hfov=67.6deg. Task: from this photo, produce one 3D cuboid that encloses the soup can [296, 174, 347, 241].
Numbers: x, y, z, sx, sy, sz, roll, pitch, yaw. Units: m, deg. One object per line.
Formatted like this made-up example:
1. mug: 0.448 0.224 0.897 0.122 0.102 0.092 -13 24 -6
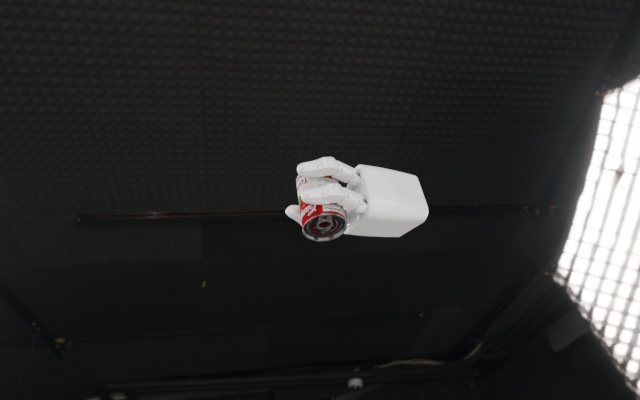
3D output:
1. soup can: 0.000 0.002 0.741 0.068 0.102 0.069 -6 -38 -5
